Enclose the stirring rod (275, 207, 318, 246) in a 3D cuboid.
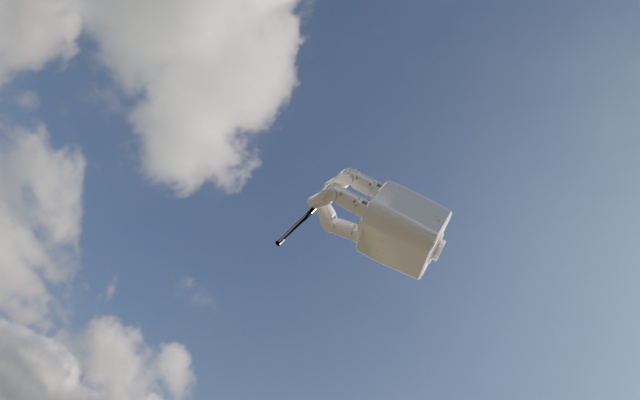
[{"bbox_3d":[0.000,0.003,0.731,0.011,0.011,0.239,0,27,33],"label":"stirring rod"}]
